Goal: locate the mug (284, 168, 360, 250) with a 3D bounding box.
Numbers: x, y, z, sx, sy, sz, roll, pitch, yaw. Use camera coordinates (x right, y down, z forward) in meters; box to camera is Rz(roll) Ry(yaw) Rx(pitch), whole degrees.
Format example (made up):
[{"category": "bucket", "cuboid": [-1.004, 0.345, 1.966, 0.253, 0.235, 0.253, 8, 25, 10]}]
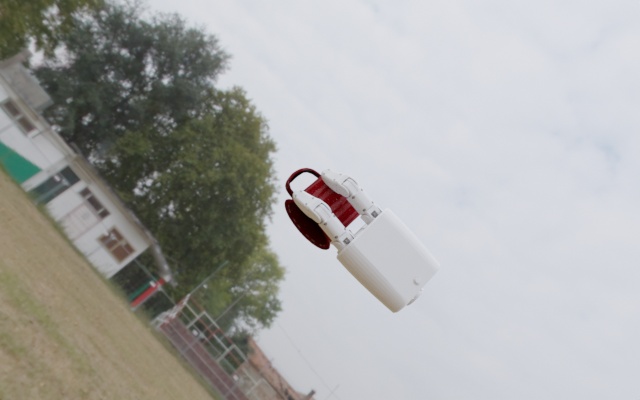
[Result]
[{"category": "mug", "cuboid": [-0.001, 0.001, 0.696, 0.081, 0.117, 0.093, -41, -5, -21]}]
